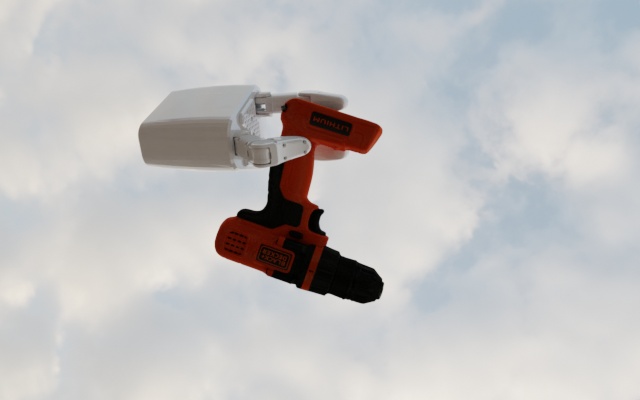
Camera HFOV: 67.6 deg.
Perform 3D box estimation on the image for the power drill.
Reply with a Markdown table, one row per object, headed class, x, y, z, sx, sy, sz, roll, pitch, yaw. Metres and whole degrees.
| class | x | y | z | sx | sy | sz | roll | pitch | yaw |
| --- | --- | --- | --- | --- | --- | --- | --- | --- | --- |
| power drill | 0.000 | 0.001 | 0.499 | 0.184 | 0.187 | 0.057 | 19 | 2 | -1 |
